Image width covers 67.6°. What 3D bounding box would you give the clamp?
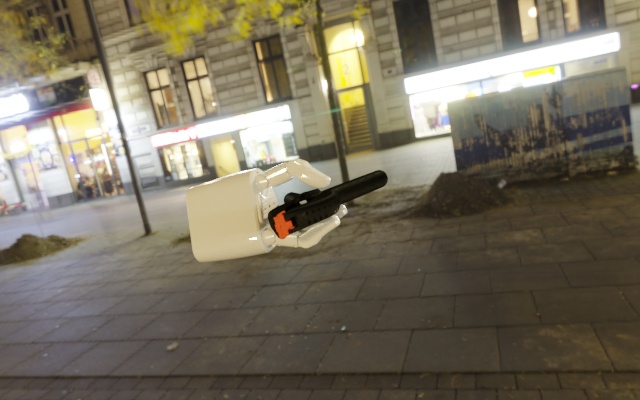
[{"bbox_3d":[0.000,0.001,0.625,0.164,0.036,0.210,-16,8,17],"label":"clamp"}]
